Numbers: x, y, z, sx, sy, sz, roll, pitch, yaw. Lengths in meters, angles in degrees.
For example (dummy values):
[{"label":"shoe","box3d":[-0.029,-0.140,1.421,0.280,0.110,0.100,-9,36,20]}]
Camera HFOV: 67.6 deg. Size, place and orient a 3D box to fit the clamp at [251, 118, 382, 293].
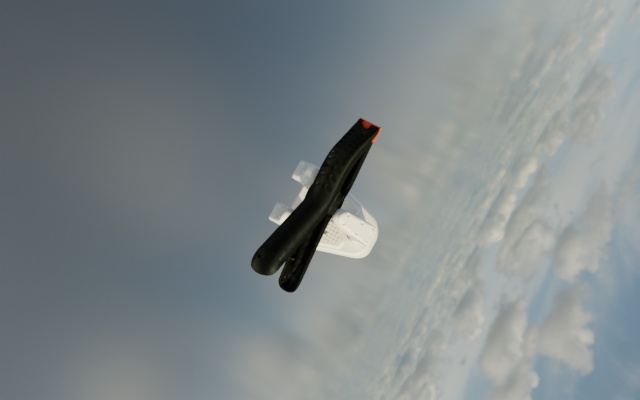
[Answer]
[{"label":"clamp","box3d":[0.001,0.002,0.494,0.036,0.210,0.164,29,-5,11]}]
